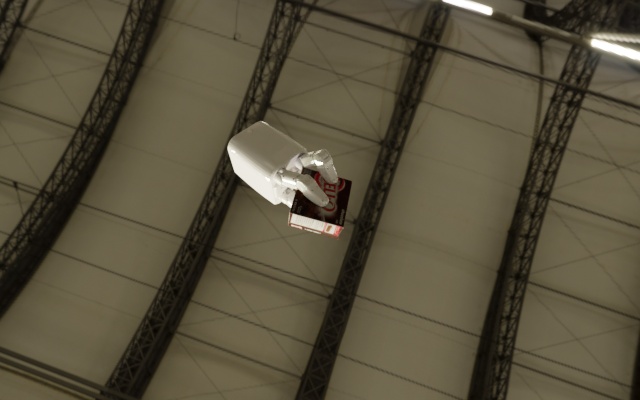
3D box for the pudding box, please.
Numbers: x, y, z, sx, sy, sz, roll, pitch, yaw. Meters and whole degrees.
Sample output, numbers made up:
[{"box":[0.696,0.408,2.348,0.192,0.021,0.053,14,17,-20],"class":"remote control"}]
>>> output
[{"box":[0.000,0.003,0.799,0.090,0.113,0.039,15,-42,-2],"class":"pudding box"}]
